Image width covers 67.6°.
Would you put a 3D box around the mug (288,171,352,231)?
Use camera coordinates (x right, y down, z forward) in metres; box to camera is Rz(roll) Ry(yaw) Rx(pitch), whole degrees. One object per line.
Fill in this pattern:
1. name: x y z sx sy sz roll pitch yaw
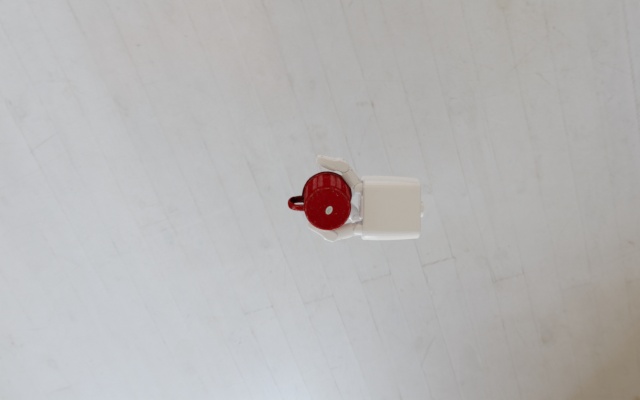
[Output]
1. mug: -0.001 0.003 0.846 0.117 0.093 0.081 0 18 0
